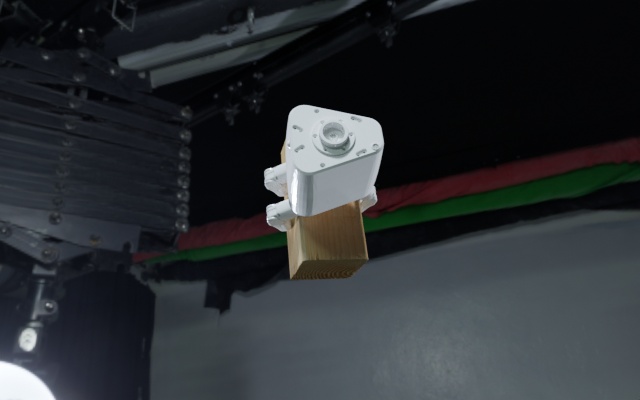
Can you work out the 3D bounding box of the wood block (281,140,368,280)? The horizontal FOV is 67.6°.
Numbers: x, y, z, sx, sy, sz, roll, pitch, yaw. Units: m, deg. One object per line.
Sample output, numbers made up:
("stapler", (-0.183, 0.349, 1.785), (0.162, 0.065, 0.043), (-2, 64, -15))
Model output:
("wood block", (0.000, 0.002, 0.688), (0.091, 0.206, 0.090), (1, -26, -15))
